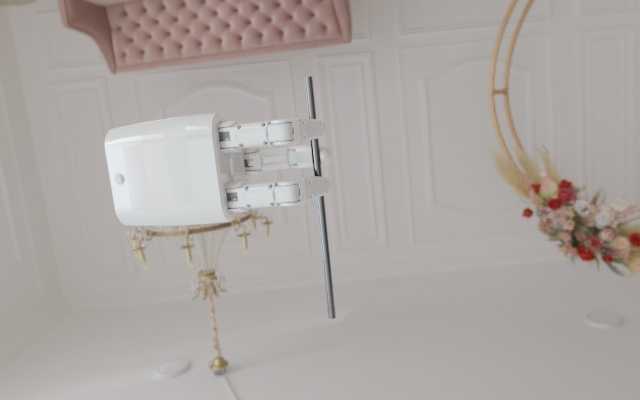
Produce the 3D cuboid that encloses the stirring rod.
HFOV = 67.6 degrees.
[{"bbox_3d":[0.000,0.001,0.470,0.011,0.239,0.011,-6,9,1],"label":"stirring rod"}]
